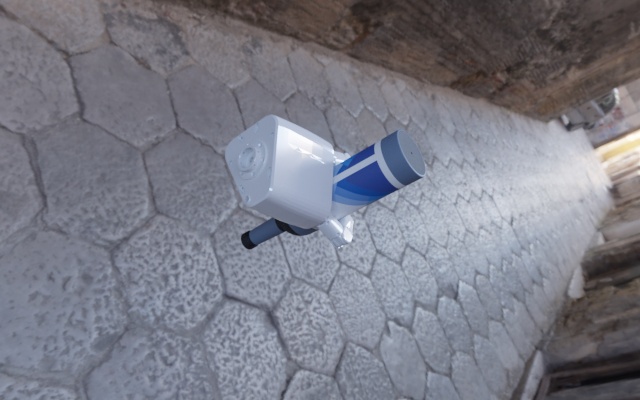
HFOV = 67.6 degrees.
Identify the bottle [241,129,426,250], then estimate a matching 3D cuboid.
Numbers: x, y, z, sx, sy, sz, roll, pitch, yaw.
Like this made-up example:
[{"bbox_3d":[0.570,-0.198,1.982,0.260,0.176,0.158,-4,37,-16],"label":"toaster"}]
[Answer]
[{"bbox_3d":[0.000,0.002,0.659,0.296,0.069,0.069,-28,-15,30],"label":"bottle"}]
